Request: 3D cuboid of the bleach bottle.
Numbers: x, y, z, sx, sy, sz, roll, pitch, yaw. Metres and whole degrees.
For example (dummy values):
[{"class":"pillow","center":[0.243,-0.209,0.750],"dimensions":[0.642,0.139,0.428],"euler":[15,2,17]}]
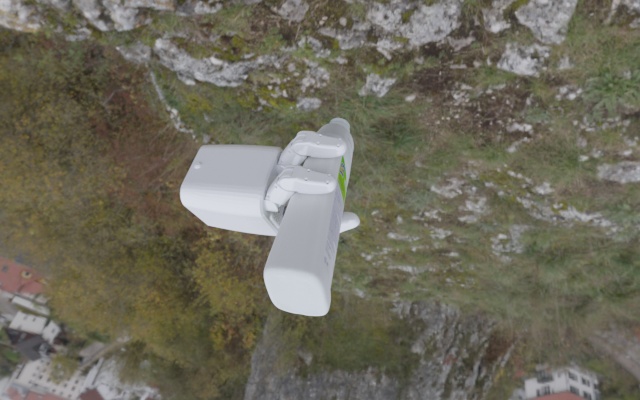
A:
[{"class":"bleach bottle","center":[0.000,0.002,0.574],"dimensions":[0.068,0.250,0.103],"euler":[6,-37,12]}]
